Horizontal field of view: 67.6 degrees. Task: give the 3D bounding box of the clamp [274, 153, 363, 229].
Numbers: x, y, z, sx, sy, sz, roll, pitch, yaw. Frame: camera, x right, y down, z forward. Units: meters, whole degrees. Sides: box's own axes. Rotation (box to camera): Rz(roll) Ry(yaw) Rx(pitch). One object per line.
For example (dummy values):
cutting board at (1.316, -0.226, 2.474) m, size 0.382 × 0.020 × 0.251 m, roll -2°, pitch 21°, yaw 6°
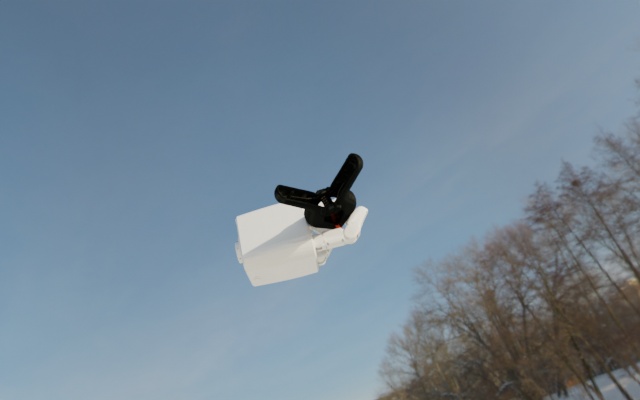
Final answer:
clamp at (0.000, 0.002, 0.667) m, size 0.120 × 0.039 × 0.172 m, roll -14°, pitch -30°, yaw -5°
